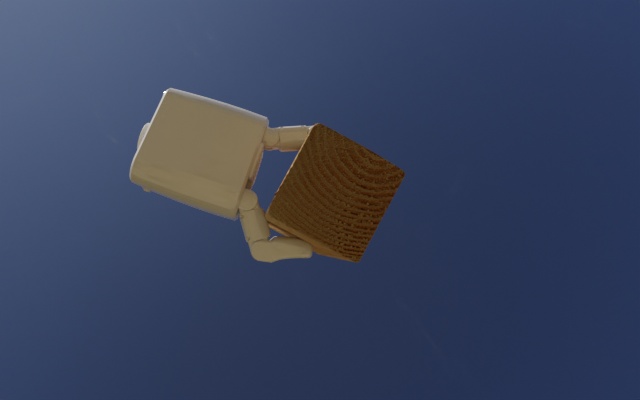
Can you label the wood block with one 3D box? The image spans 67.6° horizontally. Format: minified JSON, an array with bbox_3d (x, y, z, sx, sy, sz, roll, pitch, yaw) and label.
[{"bbox_3d":[0.000,0.001,0.496,0.090,0.091,0.206,29,-8,-5],"label":"wood block"}]
